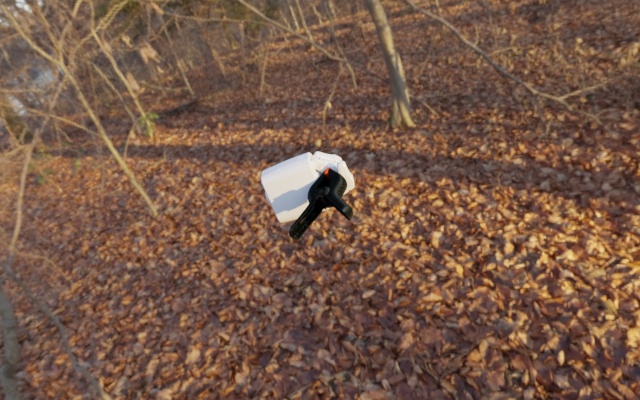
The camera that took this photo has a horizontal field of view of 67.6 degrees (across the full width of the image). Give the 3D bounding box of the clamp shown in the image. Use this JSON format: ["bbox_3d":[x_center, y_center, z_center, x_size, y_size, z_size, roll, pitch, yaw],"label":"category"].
[{"bbox_3d":[0.000,0.002,0.854,0.120,0.039,0.171,-21,28,13],"label":"clamp"}]
